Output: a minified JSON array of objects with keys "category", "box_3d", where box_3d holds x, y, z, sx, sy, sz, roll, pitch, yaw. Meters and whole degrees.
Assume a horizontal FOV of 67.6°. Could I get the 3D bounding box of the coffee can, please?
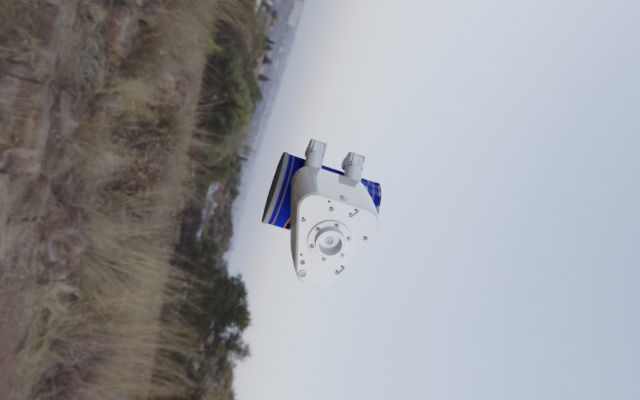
[{"category":"coffee can","box_3d":[0.000,0.002,0.665,0.140,0.103,0.103,17,-3,-10]}]
